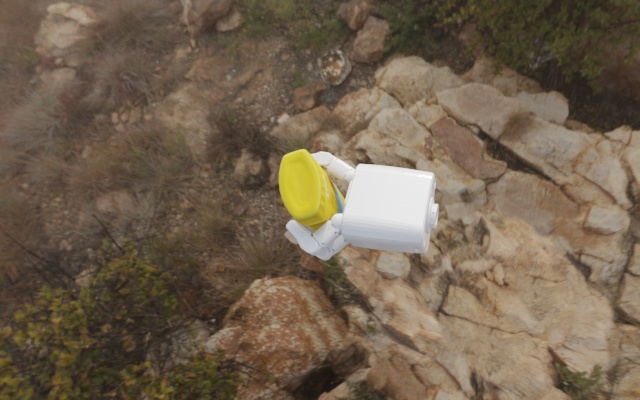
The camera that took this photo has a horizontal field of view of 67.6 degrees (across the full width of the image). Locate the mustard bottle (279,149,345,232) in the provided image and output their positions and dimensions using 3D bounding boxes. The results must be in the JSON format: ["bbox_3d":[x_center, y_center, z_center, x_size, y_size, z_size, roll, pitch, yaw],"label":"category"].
[{"bbox_3d":[0.000,0.002,0.693,0.058,0.096,0.192,-18,-19,12],"label":"mustard bottle"}]
